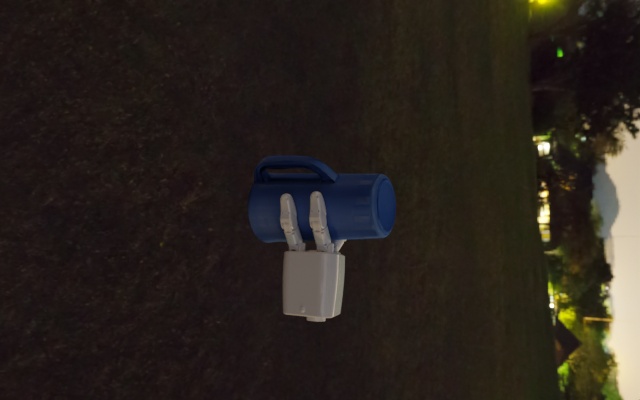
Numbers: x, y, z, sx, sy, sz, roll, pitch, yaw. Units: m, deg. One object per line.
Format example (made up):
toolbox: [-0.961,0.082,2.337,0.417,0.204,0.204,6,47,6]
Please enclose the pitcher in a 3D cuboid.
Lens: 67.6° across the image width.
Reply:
pitcher: [0.000,0.003,0.840,0.243,0.145,0.149,-2,-10,27]
